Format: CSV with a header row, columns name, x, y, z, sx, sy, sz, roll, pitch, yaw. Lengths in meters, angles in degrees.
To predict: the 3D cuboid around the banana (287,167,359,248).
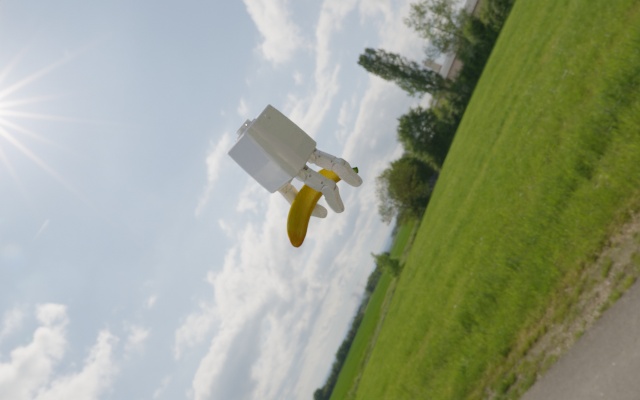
name,x,y,z,sx,sy,sz,roll,pitch,yaw
banana,-0.012,-0.001,0.812,0.069,0.037,0.197,6,47,41
